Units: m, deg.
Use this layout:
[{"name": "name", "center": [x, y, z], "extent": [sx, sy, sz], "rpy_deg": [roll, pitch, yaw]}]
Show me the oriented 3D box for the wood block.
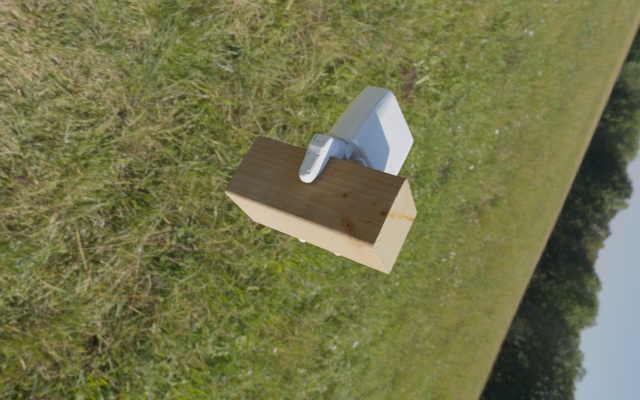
[{"name": "wood block", "center": [0.000, 0.001, 0.587], "extent": [0.206, 0.090, 0.091], "rpy_deg": [19, -20, 27]}]
